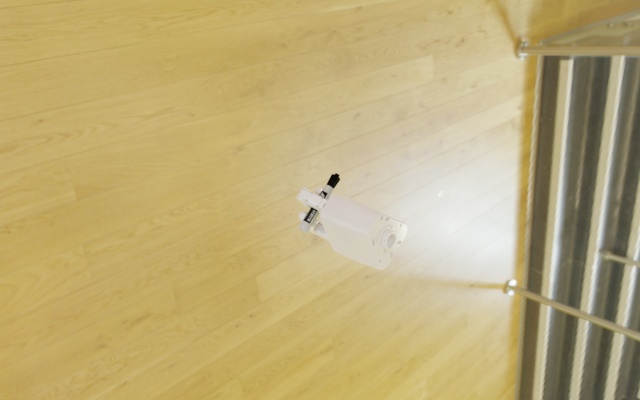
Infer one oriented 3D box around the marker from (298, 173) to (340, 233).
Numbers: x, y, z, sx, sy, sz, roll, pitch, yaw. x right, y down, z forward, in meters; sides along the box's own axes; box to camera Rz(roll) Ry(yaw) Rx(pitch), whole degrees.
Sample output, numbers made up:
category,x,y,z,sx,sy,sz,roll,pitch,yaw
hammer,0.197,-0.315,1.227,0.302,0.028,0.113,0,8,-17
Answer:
category,x,y,z,sx,sy,sz,roll,pitch,yaw
marker,0.000,0.003,0.852,0.020,0.121,0.020,30,-12,7
